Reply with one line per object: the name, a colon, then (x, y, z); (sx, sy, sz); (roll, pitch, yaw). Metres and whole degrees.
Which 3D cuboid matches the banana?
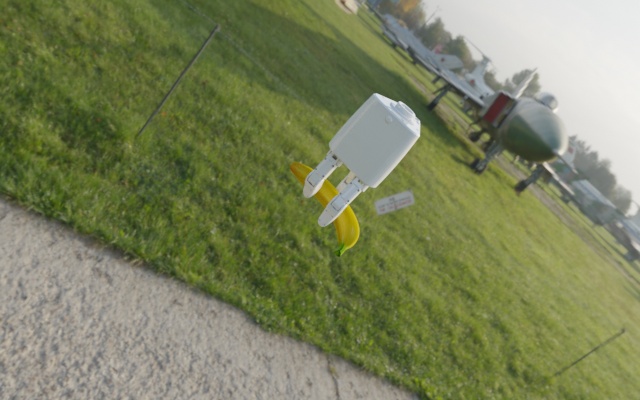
banana: (0.015, 0.007, 0.799); (0.069, 0.197, 0.037); (8, -48, -45)
